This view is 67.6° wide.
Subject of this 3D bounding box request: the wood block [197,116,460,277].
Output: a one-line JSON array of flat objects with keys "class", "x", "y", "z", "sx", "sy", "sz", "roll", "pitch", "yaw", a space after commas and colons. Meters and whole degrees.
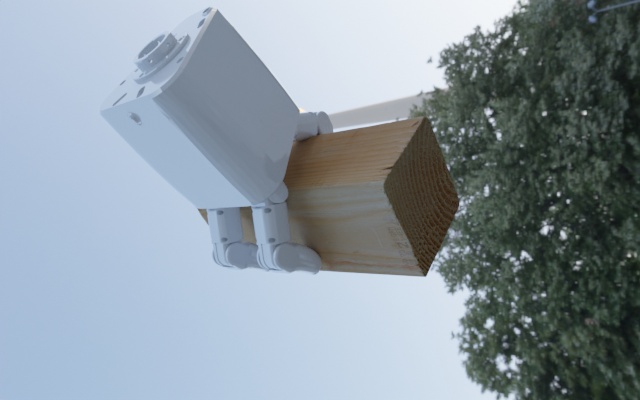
[{"class": "wood block", "x": 0.000, "y": 0.001, "z": 0.419, "sx": 0.206, "sy": 0.090, "sz": 0.090, "roll": -3, "pitch": 37, "yaw": 40}]
